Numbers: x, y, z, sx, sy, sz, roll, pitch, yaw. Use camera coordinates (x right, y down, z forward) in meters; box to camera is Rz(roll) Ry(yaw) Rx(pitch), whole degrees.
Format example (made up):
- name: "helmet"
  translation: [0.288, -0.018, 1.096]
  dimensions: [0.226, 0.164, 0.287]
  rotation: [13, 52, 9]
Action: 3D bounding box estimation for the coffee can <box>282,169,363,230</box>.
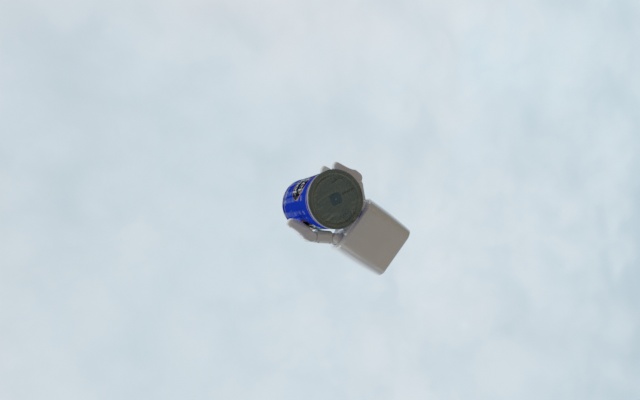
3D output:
- name: "coffee can"
  translation: [0.000, 0.003, 0.866]
  dimensions: [0.103, 0.103, 0.140]
  rotation: [0, -4, -23]
